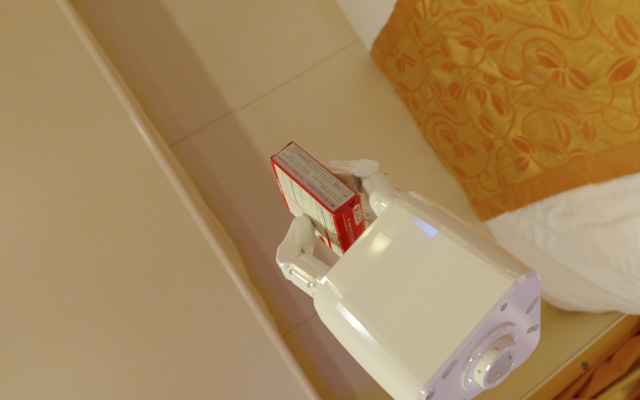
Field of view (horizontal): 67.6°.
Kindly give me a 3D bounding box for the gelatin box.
[{"bbox_3d":[-0.001,0.001,0.409,0.030,0.073,0.089,-38,55,-17],"label":"gelatin box"}]
